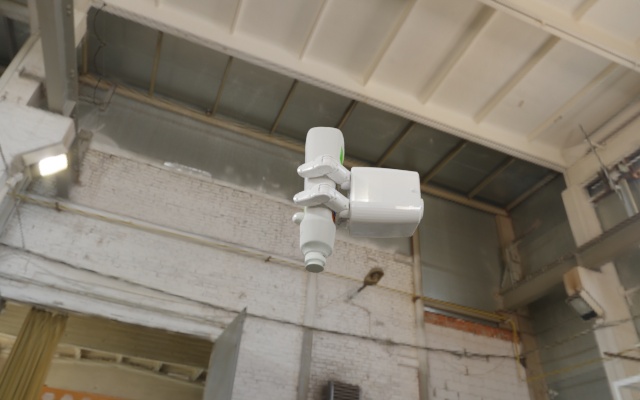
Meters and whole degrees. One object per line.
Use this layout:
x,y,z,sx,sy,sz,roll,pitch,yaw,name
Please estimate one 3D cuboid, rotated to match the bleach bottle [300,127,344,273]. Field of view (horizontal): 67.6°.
0.000,0.002,0.773,0.068,0.250,0.103,3,-36,3,bleach bottle
